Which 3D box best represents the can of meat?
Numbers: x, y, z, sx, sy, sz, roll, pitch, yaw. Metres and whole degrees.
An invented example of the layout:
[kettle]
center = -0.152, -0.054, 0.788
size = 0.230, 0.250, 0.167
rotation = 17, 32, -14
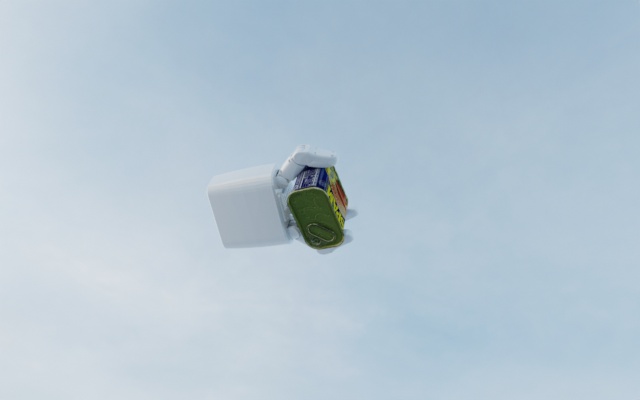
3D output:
[can of meat]
center = 0.000, 0.002, 0.665
size = 0.057, 0.102, 0.084
rotation = -12, 33, 18
